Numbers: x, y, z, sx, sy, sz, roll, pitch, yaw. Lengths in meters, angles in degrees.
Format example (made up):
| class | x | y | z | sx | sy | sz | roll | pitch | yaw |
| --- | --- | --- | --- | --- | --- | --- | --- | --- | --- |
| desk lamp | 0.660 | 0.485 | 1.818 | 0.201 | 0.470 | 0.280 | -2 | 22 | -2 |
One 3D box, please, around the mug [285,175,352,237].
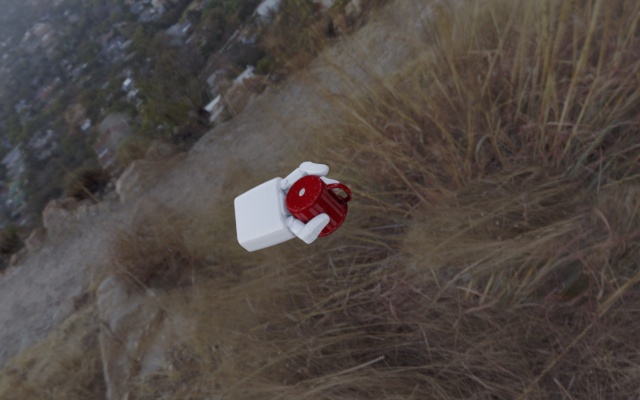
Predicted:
| class | x | y | z | sx | sy | sz | roll | pitch | yaw |
| --- | --- | --- | --- | --- | --- | --- | --- | --- | --- |
| mug | 0.001 | 0.002 | 0.864 | 0.117 | 0.093 | 0.081 | -23 | -45 | 24 |
